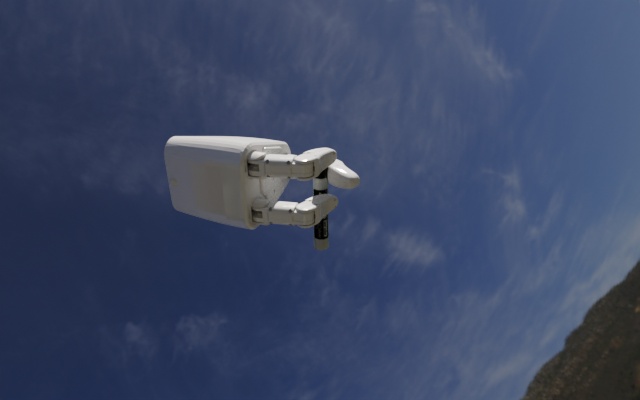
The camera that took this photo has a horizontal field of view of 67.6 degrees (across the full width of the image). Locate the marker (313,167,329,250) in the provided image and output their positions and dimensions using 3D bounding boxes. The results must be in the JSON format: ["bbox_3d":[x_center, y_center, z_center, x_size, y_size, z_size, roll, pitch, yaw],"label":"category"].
[{"bbox_3d":[0.000,0.002,0.556,0.020,0.121,0.020,-1,25,0],"label":"marker"}]
